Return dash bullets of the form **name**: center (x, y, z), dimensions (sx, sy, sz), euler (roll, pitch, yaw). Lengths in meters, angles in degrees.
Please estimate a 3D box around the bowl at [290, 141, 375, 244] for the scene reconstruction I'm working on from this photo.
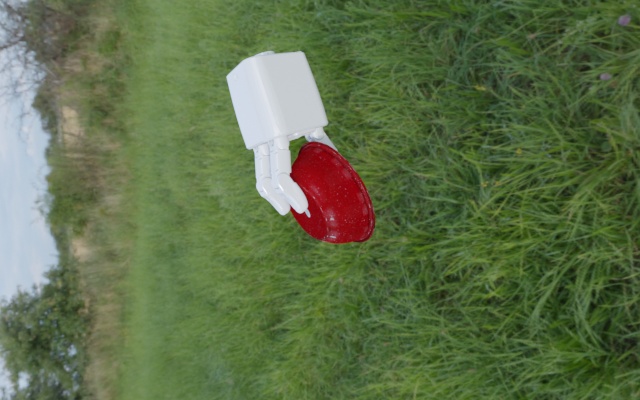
- **bowl**: center (0.001, 0.003, 0.661), dimensions (0.055, 0.162, 0.162), euler (-33, 16, -26)
